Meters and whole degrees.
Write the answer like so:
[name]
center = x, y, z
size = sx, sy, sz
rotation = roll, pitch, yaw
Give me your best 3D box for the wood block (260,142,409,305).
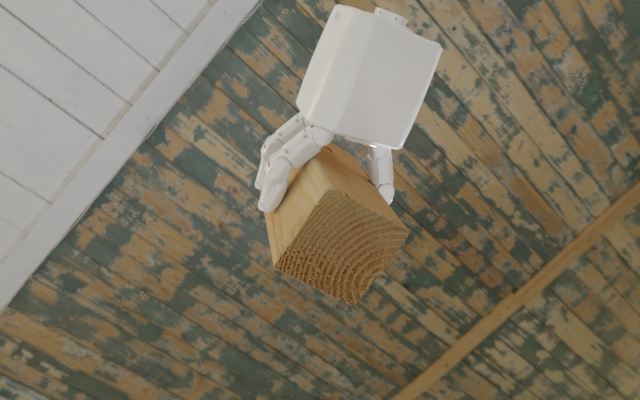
[wood block]
center = 0.001, 0.001, 0.501
size = 0.091, 0.090, 0.206
rotation = 29, 16, -21
